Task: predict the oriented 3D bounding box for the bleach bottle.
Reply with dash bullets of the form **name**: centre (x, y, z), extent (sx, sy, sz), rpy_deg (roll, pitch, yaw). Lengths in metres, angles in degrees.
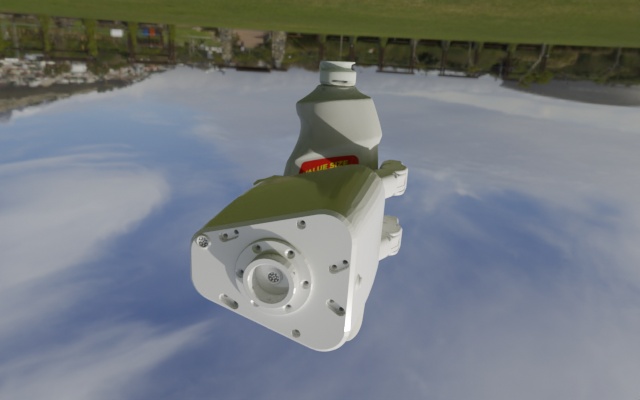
- **bleach bottle**: centre (0.000, 0.001, 0.440), extent (0.102, 0.251, 0.068), rpy_deg (7, 18, 12)
